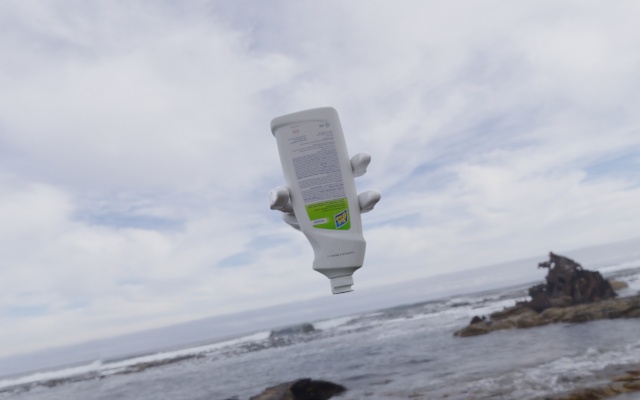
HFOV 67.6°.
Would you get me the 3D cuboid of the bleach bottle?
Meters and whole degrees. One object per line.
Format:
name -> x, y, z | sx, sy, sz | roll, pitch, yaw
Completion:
bleach bottle -> 0.000, 0.002, 0.653 | 0.102, 0.250, 0.068 | -12, -14, 6
